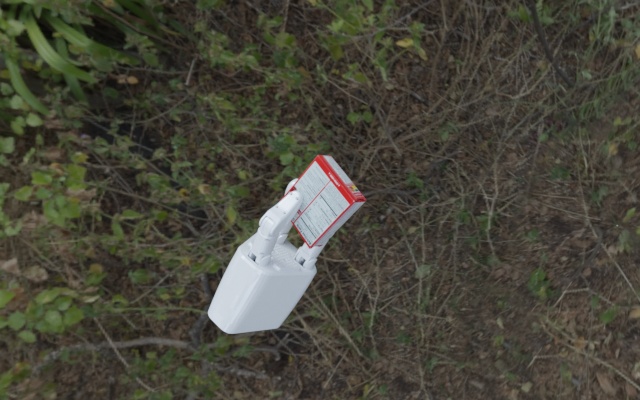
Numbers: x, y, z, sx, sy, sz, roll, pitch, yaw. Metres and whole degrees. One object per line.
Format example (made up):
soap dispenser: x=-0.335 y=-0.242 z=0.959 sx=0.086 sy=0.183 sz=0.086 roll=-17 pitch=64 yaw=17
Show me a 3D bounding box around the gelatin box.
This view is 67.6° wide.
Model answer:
gelatin box: x=0.000 y=0.002 z=0.568 sx=0.030 sy=0.073 sz=0.089 roll=-6 pitch=-37 yaw=-54
